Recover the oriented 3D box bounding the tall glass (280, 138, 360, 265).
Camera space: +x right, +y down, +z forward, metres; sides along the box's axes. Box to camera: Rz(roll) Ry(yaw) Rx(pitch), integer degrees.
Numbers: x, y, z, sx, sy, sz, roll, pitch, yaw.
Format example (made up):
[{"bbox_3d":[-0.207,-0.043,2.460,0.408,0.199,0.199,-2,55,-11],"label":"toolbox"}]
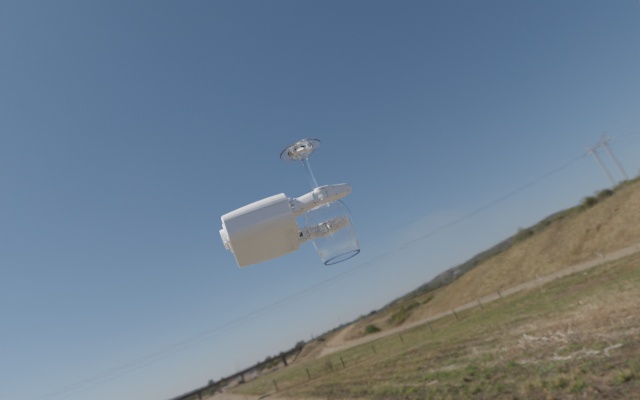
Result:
[{"bbox_3d":[0.000,0.002,0.786,0.079,0.201,0.079,-20,-16,-6],"label":"tall glass"}]
